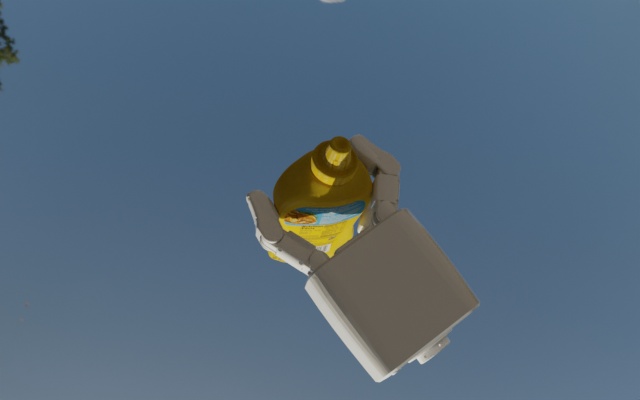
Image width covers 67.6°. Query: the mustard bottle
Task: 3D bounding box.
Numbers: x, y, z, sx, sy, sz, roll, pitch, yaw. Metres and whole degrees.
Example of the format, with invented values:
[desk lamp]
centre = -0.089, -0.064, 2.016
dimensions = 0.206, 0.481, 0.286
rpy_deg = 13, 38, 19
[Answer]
[mustard bottle]
centre = 0.000, 0.001, 0.472
dimensions = 0.096, 0.058, 0.192
rpy_deg = -5, -28, -14
